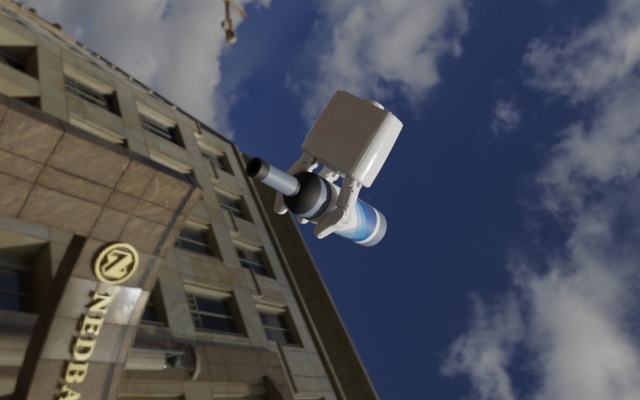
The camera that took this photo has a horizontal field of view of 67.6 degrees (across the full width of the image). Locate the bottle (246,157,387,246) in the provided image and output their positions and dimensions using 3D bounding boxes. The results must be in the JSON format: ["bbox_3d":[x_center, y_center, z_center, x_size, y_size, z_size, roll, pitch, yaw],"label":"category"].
[{"bbox_3d":[0.000,0.003,0.717,0.069,0.069,0.296,0,-18,38],"label":"bottle"}]
